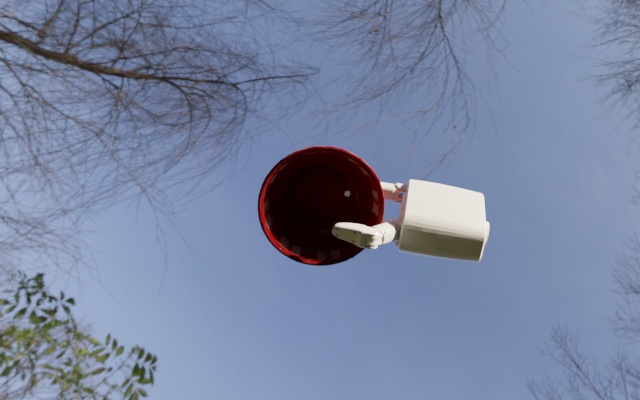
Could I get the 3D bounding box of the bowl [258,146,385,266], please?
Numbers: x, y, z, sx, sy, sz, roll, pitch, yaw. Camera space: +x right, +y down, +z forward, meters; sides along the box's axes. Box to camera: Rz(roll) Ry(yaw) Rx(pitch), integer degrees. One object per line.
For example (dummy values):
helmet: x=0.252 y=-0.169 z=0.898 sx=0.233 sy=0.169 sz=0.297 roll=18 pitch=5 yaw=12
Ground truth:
bowl: x=-0.001 y=0.001 z=0.626 sx=0.162 sy=0.162 sz=0.055 roll=0 pitch=20 yaw=-3
